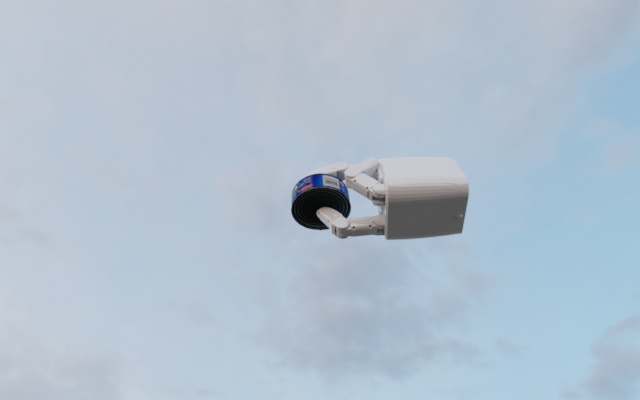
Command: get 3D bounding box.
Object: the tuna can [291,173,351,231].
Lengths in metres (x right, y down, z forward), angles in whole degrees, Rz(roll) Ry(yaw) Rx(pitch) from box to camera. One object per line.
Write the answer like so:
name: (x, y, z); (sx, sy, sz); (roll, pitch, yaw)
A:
tuna can: (0.000, 0.002, 0.691); (0.086, 0.086, 0.033); (0, 44, -4)
